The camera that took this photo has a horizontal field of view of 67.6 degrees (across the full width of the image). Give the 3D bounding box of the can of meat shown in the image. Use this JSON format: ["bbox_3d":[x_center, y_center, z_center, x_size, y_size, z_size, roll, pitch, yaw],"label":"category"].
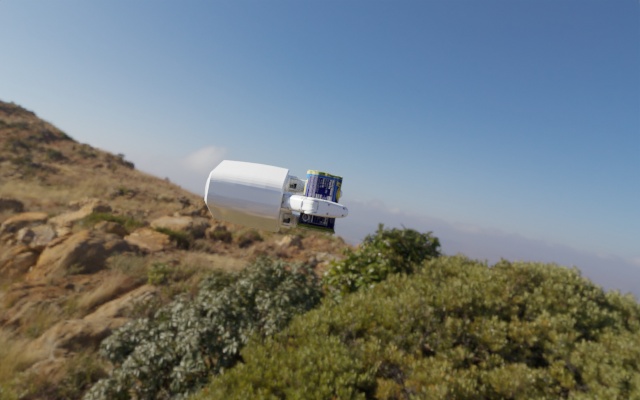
[{"bbox_3d":[0.000,0.002,0.711,0.057,0.084,0.102,10,-1,1],"label":"can of meat"}]
